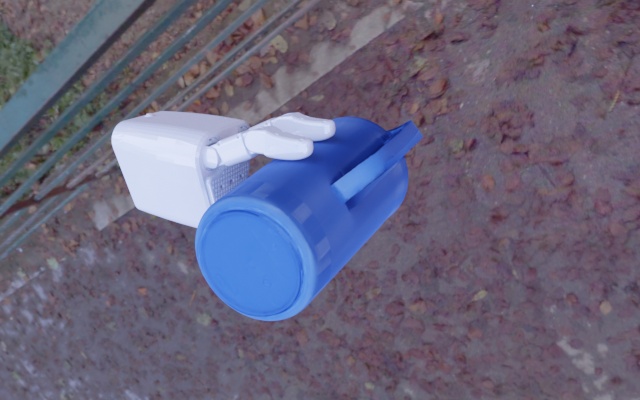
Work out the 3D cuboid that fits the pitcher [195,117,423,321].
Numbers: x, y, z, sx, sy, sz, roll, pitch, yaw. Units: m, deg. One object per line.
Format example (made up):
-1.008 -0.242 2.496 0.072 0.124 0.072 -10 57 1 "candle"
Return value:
0.000 0.002 0.457 0.145 0.149 0.242 15 26 19 "pitcher"
